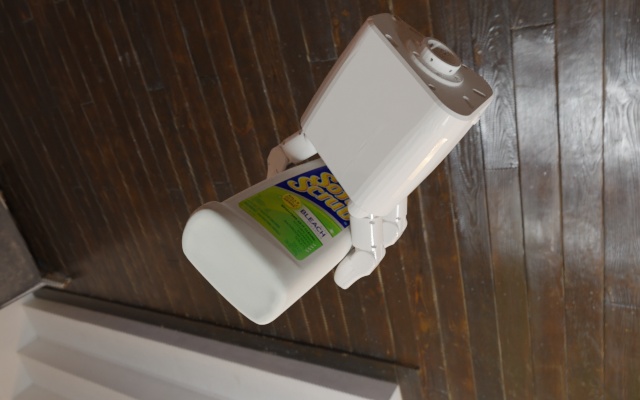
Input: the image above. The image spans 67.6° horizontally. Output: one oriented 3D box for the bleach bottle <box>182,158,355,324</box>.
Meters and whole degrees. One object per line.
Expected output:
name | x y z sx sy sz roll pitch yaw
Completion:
bleach bottle | 0.000 0.002 0.443 0.250 0.102 0.068 -38 -12 -48
